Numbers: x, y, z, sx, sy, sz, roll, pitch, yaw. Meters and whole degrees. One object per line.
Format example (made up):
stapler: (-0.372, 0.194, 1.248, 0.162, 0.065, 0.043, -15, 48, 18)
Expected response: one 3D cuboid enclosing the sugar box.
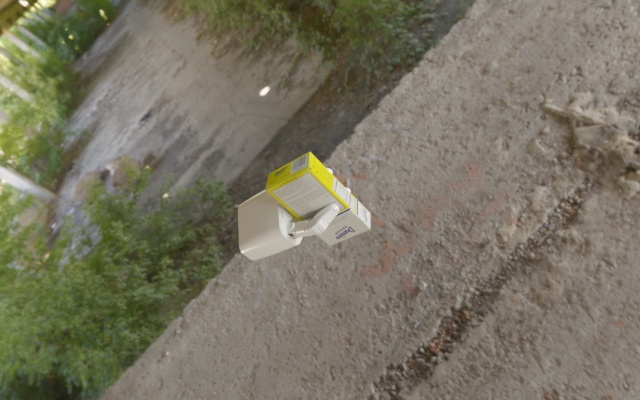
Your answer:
sugar box: (0.000, 0.002, 0.815, 0.093, 0.048, 0.176, -25, -48, 28)
